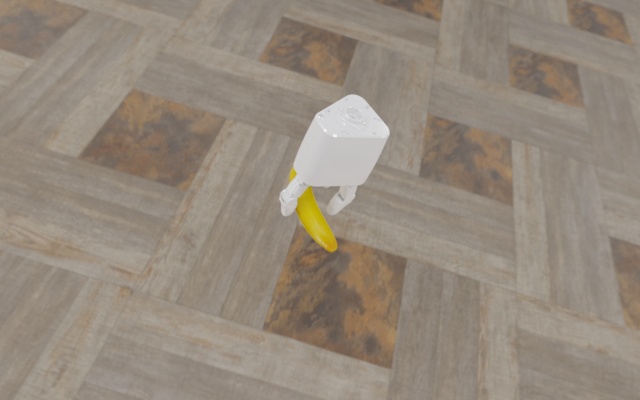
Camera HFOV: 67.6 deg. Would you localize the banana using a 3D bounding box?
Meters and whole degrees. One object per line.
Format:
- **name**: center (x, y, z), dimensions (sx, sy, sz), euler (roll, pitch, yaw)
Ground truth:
- **banana**: center (-0.017, -0.003, 0.802), dimensions (0.069, 0.197, 0.037), euler (9, -42, -25)
